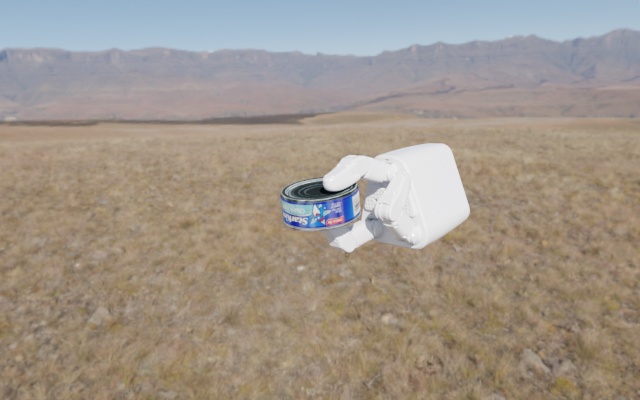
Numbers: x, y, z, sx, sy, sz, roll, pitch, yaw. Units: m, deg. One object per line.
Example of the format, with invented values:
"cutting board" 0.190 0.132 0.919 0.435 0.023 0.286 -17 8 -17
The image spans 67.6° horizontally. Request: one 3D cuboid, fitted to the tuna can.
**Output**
"tuna can" 0.000 0.001 0.517 0.086 0.034 0.086 -6 19 2
